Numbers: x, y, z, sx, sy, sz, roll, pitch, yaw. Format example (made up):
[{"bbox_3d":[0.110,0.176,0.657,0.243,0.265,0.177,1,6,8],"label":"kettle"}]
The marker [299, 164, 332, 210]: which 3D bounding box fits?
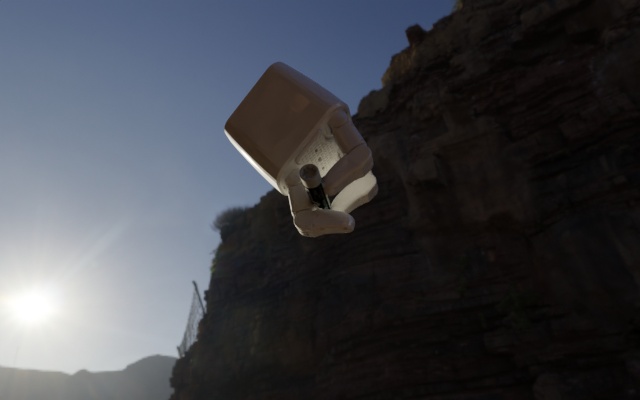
[{"bbox_3d":[0.000,0.002,0.492,0.020,0.020,0.121,0,-27,12],"label":"marker"}]
